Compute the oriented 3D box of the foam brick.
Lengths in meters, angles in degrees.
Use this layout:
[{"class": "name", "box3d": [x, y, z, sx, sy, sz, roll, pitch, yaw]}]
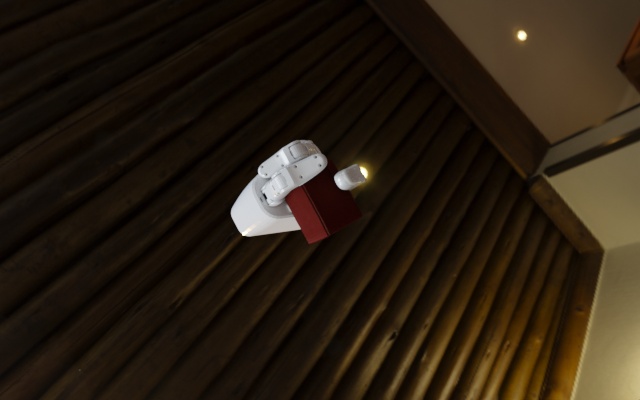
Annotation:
[{"class": "foam brick", "box3d": [0.000, 0.002, 0.542, 0.053, 0.078, 0.051, -25, -5, -32]}]
